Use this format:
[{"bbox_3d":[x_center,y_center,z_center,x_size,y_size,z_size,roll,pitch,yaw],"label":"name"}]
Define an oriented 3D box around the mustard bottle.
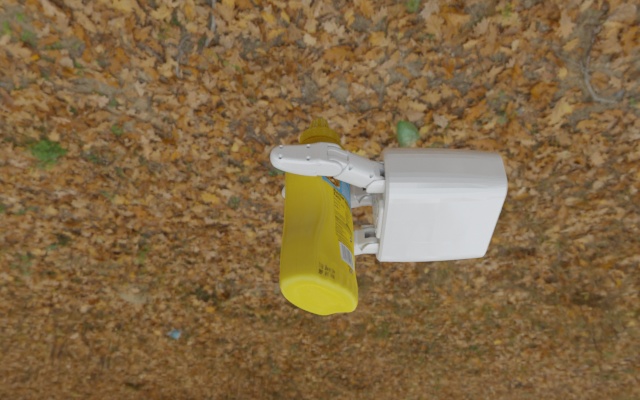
[{"bbox_3d":[0.000,0.002,0.447,0.058,0.191,0.096,-13,-33,21],"label":"mustard bottle"}]
